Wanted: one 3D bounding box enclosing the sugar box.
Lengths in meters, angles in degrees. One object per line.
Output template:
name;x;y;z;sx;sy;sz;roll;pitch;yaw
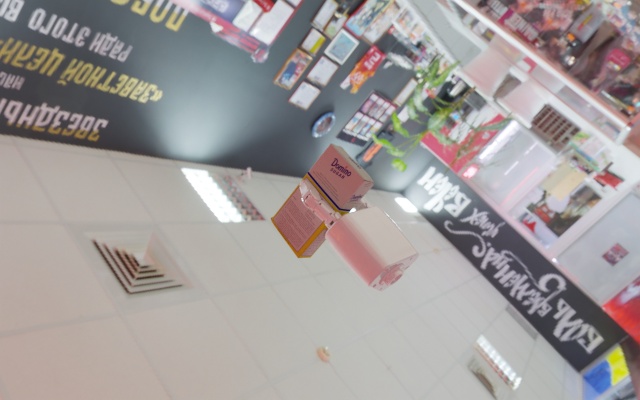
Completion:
sugar box;0.000;0.003;0.794;0.093;0.176;0.048;51;20;26
